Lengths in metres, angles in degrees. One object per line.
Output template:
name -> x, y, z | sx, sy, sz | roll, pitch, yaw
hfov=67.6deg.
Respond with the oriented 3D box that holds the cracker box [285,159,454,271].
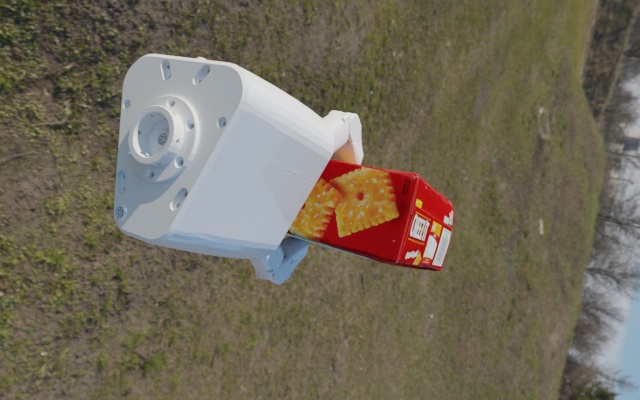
cracker box -> 0.000, 0.002, 0.434 | 0.213, 0.072, 0.164 | 14, -3, 26
